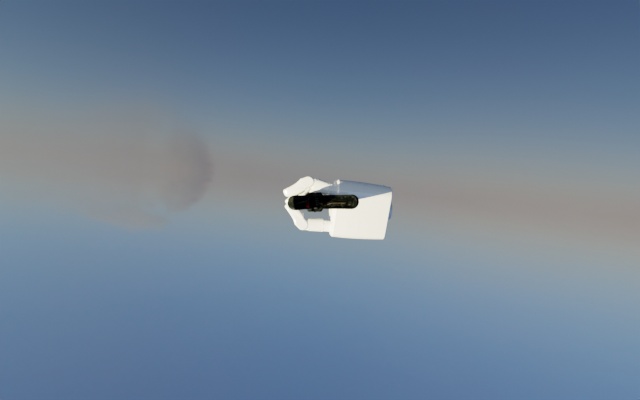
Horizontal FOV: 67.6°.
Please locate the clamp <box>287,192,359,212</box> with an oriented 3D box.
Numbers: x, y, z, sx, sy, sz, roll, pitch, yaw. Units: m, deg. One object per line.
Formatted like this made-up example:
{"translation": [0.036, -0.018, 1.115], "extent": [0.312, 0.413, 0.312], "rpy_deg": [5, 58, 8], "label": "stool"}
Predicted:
{"translation": [0.000, 0.003, 0.858], "extent": [0.120, 0.039, 0.171], "rpy_deg": [5, 2, -5], "label": "clamp"}
